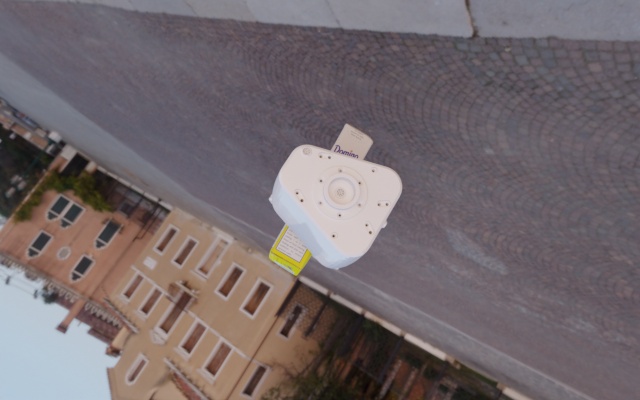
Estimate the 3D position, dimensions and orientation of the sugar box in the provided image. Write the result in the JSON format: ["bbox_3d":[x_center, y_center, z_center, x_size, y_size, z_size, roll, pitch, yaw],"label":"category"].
[{"bbox_3d":[0.001,0.002,0.576,0.048,0.176,0.093,32,-13,1],"label":"sugar box"}]
